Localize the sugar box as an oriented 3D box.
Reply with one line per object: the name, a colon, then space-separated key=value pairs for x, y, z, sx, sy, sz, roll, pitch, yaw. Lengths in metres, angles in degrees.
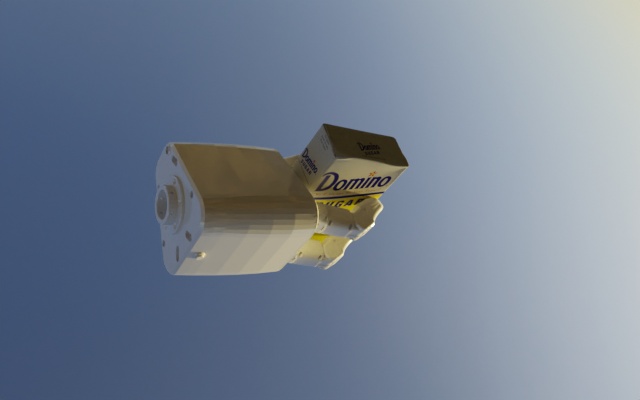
sugar box: x=0.000 y=0.002 z=0.493 sx=0.093 sy=0.048 sz=0.176 roll=4 pitch=-37 yaw=-36
